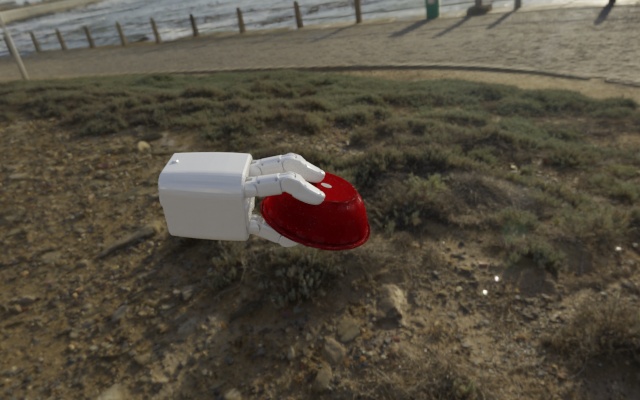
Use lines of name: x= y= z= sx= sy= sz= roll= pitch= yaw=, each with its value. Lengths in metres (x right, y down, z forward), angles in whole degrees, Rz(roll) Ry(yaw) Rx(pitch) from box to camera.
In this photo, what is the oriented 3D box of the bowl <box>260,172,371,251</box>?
bowl: x=0.001 y=0.002 z=0.670 sx=0.162 sy=0.055 sz=0.162 roll=13 pitch=27 yaw=-7
